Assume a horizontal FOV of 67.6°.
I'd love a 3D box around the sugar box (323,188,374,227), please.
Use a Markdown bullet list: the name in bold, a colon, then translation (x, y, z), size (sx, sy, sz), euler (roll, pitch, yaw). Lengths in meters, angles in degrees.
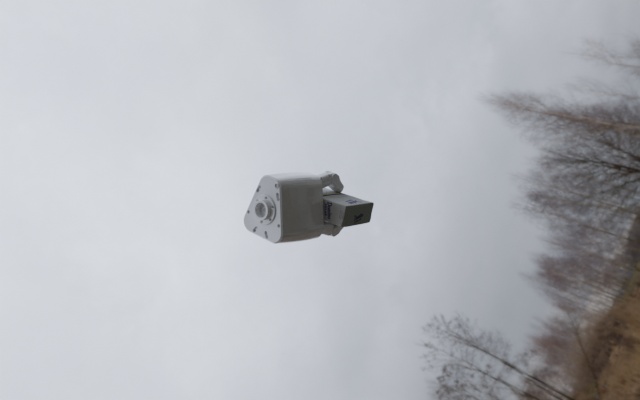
- **sugar box**: translation (0.000, 0.003, 0.892), size (0.176, 0.048, 0.093), euler (21, 16, 35)
